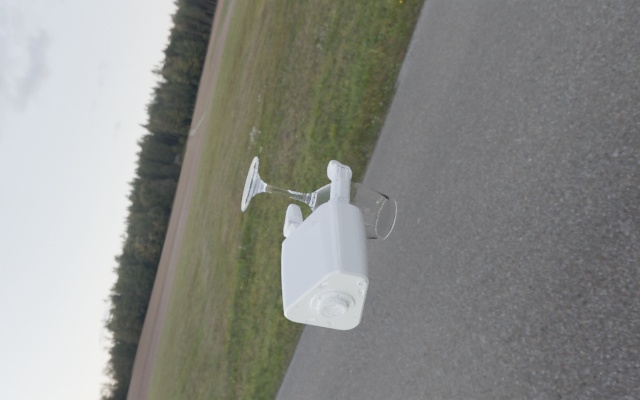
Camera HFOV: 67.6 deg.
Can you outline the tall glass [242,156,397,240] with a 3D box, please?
[{"bbox_3d":[-0.001,0.002,0.648,0.201,0.079,0.079,14,-4,-16],"label":"tall glass"}]
